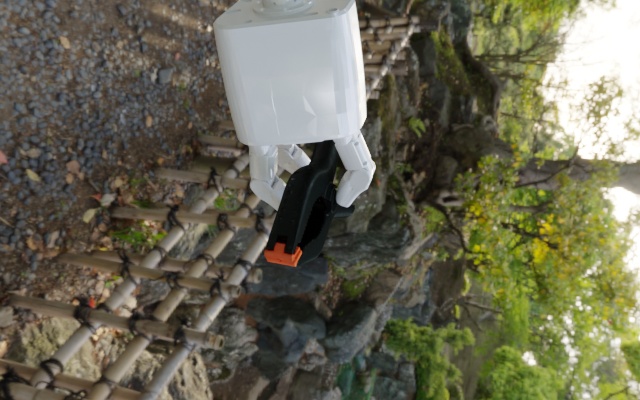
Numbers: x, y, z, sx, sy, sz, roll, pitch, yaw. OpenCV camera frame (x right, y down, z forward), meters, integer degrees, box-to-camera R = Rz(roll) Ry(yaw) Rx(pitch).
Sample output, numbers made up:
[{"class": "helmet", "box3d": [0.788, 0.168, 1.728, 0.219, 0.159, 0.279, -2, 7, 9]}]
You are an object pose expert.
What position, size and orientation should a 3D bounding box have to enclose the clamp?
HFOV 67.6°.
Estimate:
[{"class": "clamp", "box3d": [0.001, 0.002, 0.493, 0.036, 0.165, 0.209, 7, 42, 18]}]
